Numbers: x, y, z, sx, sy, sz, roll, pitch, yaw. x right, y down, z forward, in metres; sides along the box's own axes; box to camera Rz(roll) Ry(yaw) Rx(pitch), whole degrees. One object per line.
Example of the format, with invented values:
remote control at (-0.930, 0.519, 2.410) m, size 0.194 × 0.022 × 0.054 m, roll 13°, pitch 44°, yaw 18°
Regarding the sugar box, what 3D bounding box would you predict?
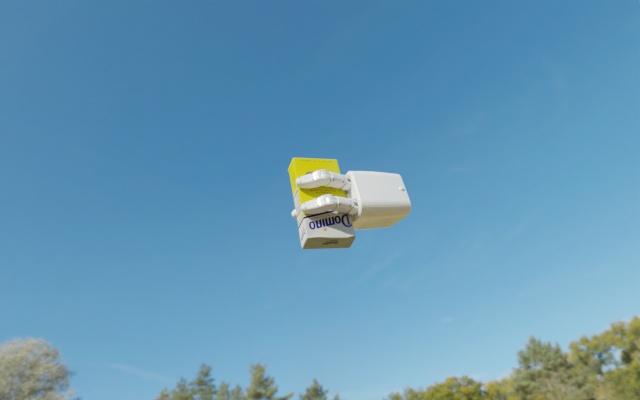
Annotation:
sugar box at (0.000, 0.002, 0.877) m, size 0.093 × 0.176 × 0.048 m, roll 0°, pitch -36°, yaw -19°
